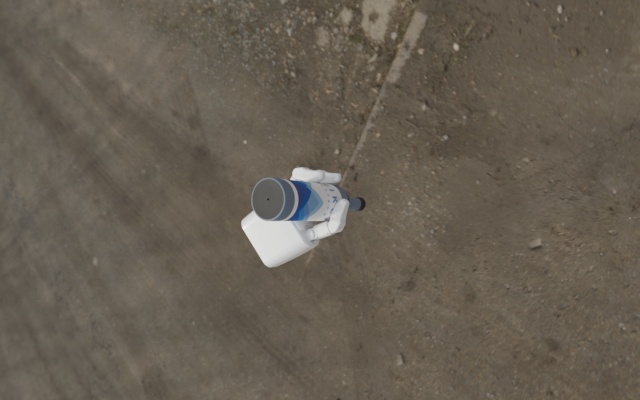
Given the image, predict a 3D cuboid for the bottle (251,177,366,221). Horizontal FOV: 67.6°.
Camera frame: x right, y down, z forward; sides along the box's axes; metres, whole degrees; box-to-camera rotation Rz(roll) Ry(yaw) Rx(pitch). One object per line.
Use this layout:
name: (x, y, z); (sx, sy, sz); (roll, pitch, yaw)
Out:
bottle: (0.000, 0.003, 0.845); (0.069, 0.069, 0.296); (0, -2, 33)
